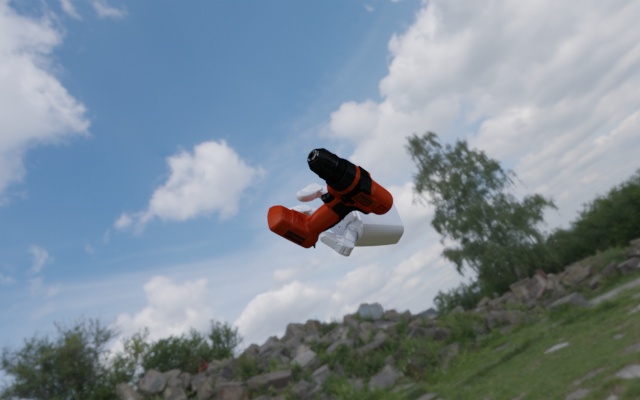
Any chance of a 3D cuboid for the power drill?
[{"bbox_3d":[0.000,0.003,0.789,0.188,0.057,0.184,-31,-47,32],"label":"power drill"}]
